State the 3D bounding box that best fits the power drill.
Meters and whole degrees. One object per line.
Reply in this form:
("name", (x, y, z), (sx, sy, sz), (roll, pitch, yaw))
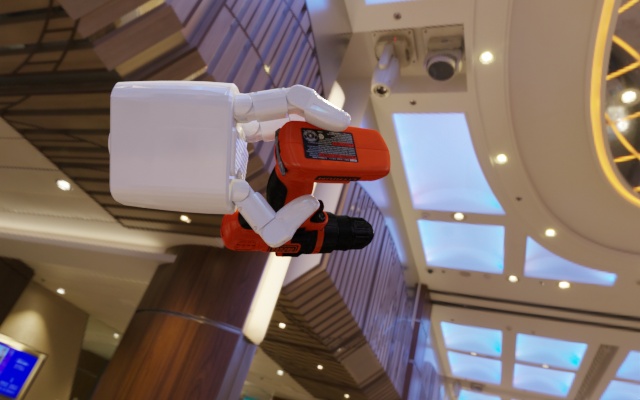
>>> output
("power drill", (0.000, 0.001, 0.502), (0.184, 0.057, 0.188), (2, -34, -22))
